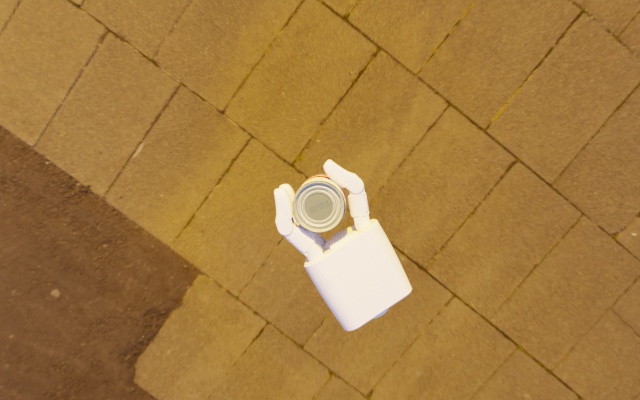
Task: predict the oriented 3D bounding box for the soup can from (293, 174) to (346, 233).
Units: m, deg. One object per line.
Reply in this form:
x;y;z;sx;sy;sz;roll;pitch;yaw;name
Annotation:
0.000;0.002;0.639;0.068;0.068;0.102;0;8;3;soup can
